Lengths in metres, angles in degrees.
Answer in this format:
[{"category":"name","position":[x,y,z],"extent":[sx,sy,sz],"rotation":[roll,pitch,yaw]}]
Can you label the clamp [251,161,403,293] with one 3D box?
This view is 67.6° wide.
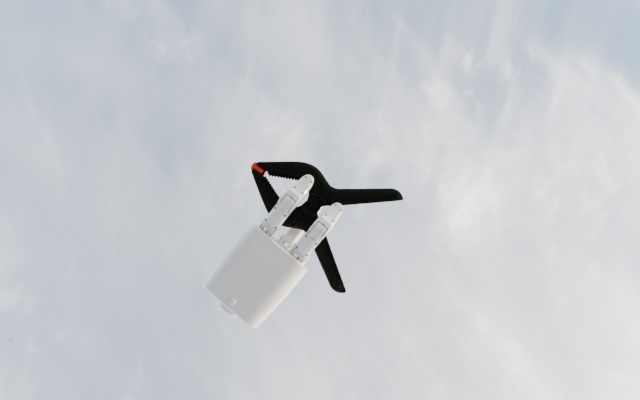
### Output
[{"category":"clamp","position":[-0.001,0.002,0.667],"extent":[0.210,0.164,0.036],"rotation":[39,-9,2]}]
